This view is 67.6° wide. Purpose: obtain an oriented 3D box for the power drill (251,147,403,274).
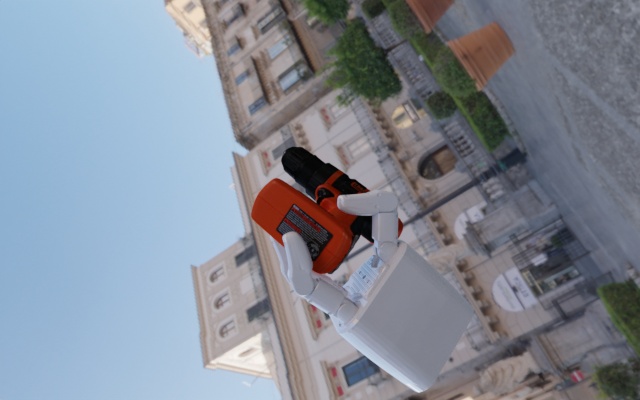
[{"bbox_3d":[0.000,0.002,0.545,0.184,0.057,0.187,37,21,12],"label":"power drill"}]
